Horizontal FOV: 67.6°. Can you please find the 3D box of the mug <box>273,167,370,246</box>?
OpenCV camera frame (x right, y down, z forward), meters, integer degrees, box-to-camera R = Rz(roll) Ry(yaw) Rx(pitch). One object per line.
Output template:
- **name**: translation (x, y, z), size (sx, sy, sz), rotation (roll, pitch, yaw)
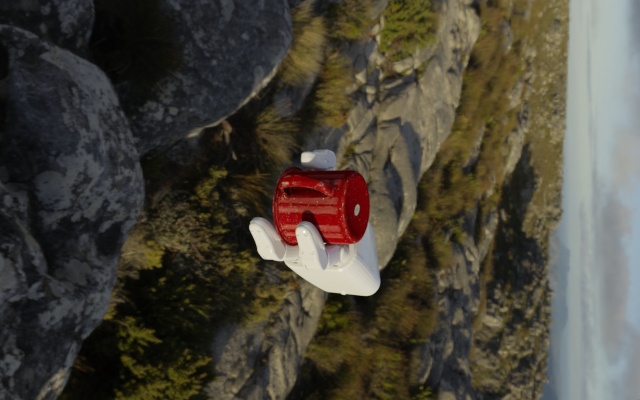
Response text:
- **mug**: translation (0.000, 0.001, 0.527), size (0.081, 0.093, 0.117), rotation (0, -27, 27)
